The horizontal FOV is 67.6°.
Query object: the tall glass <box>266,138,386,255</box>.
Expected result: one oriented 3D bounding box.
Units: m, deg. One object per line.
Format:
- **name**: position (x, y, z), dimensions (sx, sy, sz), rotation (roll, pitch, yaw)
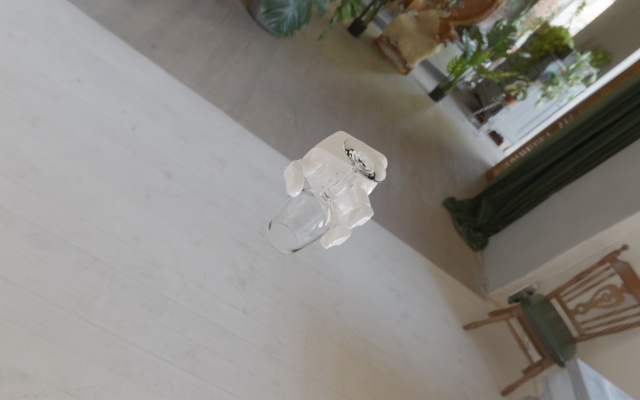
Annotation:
- **tall glass**: position (0.000, 0.002, 0.690), dimensions (0.079, 0.079, 0.201), rotation (0, -35, -47)
